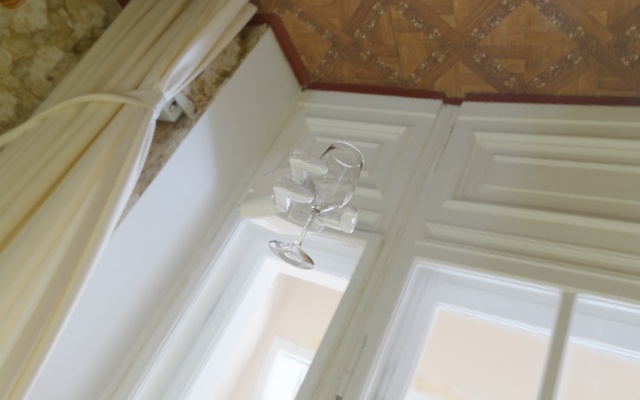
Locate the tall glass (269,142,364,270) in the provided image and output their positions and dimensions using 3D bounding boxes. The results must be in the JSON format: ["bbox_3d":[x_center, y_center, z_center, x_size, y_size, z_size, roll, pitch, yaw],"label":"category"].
[{"bbox_3d":[0.000,0.003,0.734,0.079,0.201,0.079,23,-28,13],"label":"tall glass"}]
